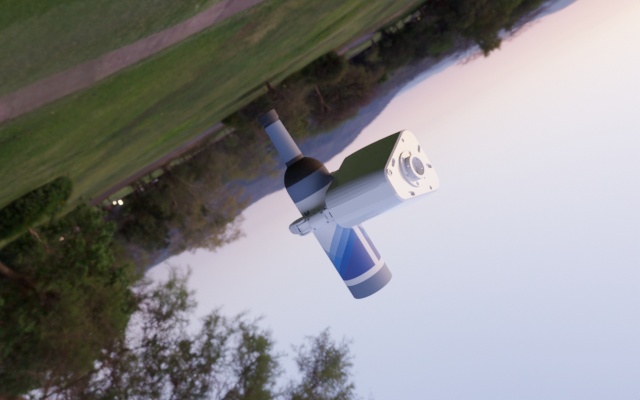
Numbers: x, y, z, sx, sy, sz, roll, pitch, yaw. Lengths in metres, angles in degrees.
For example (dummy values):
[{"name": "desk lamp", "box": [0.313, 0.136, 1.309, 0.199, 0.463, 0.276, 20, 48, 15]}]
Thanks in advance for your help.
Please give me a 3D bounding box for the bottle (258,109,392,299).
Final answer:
[{"name": "bottle", "box": [0.000, 0.003, 0.688, 0.069, 0.296, 0.069, -31, 7, 4]}]
